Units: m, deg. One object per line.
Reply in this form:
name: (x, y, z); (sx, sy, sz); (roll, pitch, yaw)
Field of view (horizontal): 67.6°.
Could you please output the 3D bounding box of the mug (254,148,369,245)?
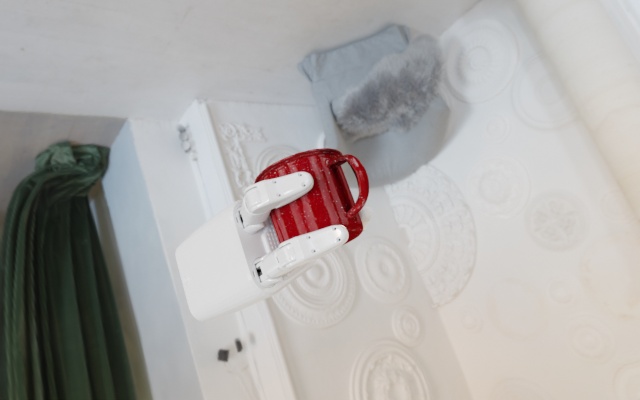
mug: (0.001, 0.001, 0.459); (0.117, 0.081, 0.093); (-31, -19, 35)
